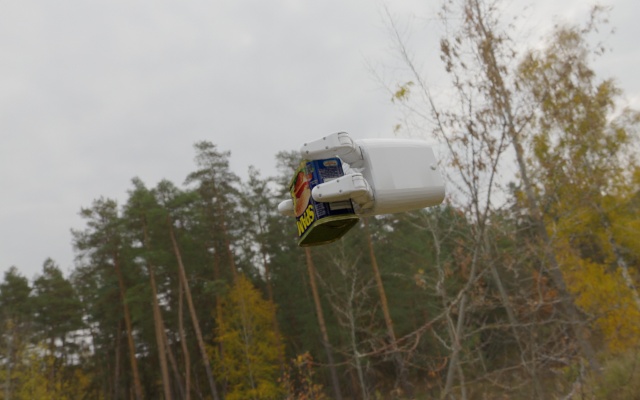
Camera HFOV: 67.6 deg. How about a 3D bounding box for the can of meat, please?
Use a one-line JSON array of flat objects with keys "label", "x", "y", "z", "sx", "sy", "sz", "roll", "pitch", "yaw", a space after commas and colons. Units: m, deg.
[{"label": "can of meat", "x": 0.000, "y": 0.002, "z": 0.593, "sx": 0.057, "sy": 0.084, "sz": 0.102, "roll": -6, "pitch": -20, "yaw": -20}]
